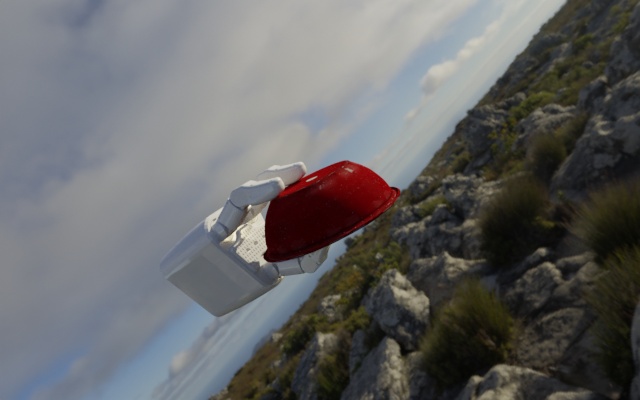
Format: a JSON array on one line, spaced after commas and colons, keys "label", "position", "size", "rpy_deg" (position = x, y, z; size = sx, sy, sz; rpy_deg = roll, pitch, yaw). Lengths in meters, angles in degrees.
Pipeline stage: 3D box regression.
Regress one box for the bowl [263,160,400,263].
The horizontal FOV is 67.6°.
[{"label": "bowl", "position": [0.001, 0.001, 0.506], "size": [0.162, 0.055, 0.162], "rpy_deg": [-26, 9, 4]}]
